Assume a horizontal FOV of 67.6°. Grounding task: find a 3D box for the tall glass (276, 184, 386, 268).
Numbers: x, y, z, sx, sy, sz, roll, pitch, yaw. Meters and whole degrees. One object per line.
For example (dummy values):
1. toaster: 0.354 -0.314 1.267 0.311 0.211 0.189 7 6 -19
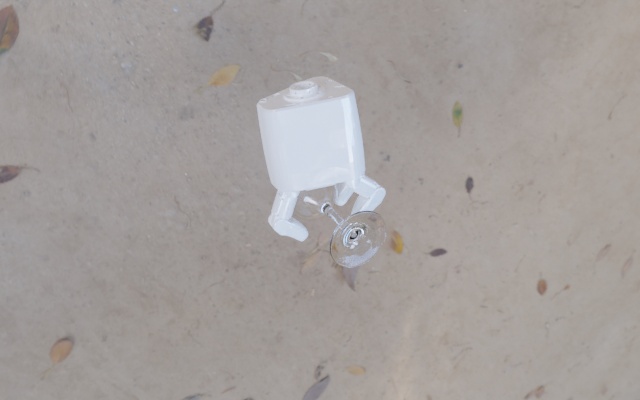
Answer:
1. tall glass: 0.000 0.002 0.623 0.079 0.079 0.201 0 25 -29
